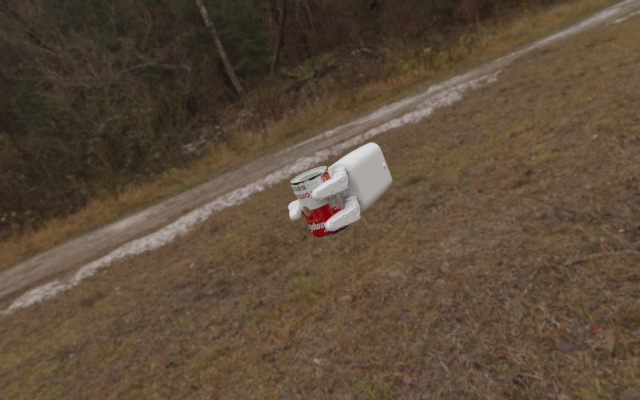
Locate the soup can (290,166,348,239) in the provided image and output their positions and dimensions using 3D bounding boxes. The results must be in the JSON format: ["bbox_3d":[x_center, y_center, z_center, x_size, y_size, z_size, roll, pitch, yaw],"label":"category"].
[{"bbox_3d":[0.000,0.003,0.791,0.068,0.102,0.068,-22,14,6],"label":"soup can"}]
